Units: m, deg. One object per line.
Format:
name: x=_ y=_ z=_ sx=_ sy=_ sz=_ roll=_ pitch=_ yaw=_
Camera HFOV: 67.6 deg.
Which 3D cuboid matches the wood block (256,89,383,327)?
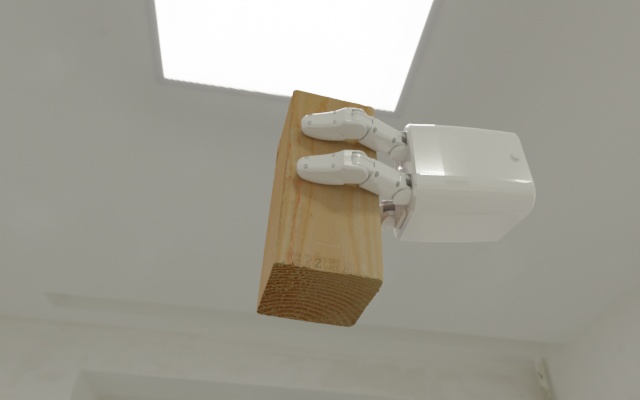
wood block: x=0.000 y=0.002 z=0.456 sx=0.090 sy=0.206 sz=0.091 roll=11 pitch=-41 yaw=-9
